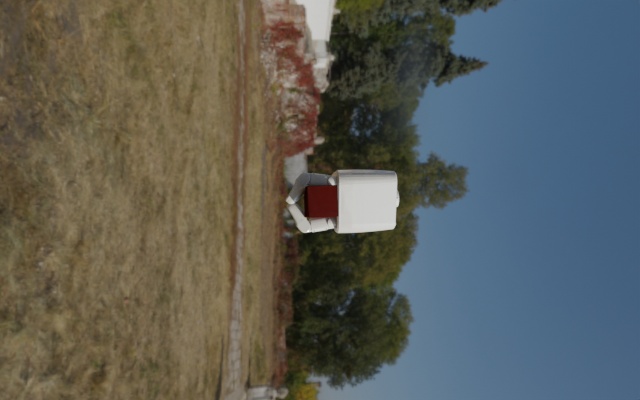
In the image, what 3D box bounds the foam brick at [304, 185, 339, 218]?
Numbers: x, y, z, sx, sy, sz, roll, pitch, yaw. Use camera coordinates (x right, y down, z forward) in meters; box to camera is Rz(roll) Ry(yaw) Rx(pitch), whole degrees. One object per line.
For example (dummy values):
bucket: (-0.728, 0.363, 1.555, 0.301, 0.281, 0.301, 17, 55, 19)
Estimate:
foam brick: (0.000, 0.003, 0.807, 0.051, 0.053, 0.078, -1, -2, -5)
